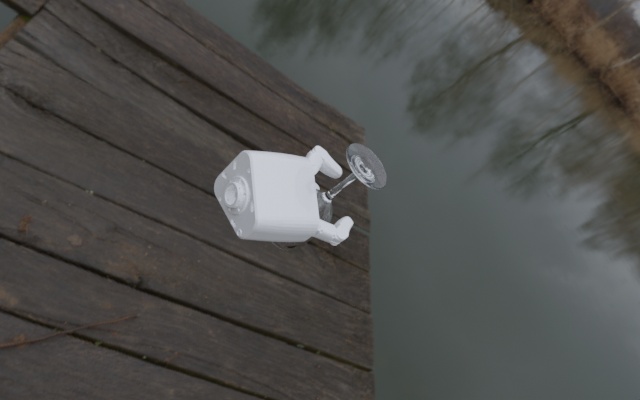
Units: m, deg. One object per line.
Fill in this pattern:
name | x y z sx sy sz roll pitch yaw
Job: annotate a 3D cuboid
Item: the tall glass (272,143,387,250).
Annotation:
tall glass | 0.001 0.002 0.705 0.079 0.079 0.201 0 -30 -47
